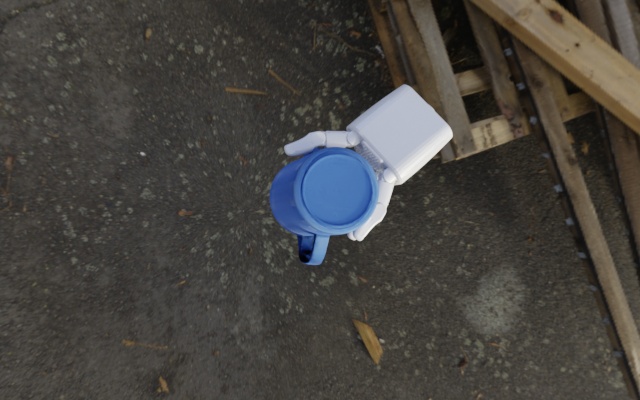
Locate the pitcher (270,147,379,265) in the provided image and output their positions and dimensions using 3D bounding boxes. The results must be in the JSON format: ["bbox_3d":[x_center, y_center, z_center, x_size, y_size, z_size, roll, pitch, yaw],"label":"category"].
[{"bbox_3d":[0.000,0.002,0.691,0.145,0.149,0.243,-38,5,-8],"label":"pitcher"}]
